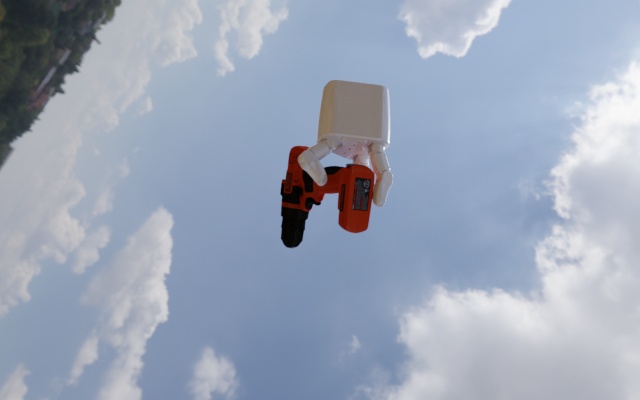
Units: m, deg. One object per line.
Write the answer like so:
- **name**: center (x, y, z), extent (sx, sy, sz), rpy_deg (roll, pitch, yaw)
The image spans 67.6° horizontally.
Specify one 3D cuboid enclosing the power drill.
- **power drill**: center (0.000, 0.002, 0.802), extent (0.057, 0.184, 0.187), rpy_deg (2, 6, -42)
